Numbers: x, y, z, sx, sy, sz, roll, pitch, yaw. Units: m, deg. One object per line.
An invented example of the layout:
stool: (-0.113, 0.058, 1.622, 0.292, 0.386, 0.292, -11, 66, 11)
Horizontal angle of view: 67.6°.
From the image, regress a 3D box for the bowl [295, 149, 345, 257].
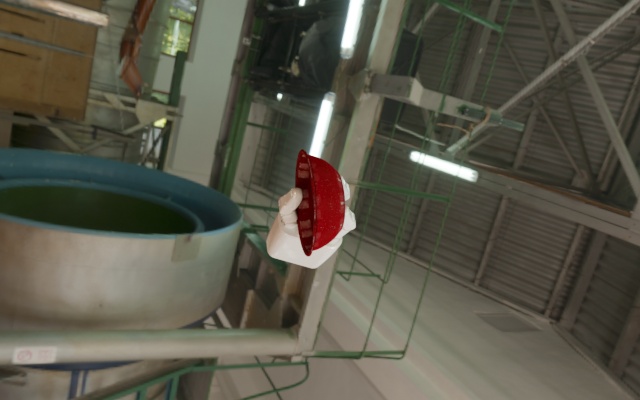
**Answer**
bowl: (0.001, 0.002, 0.722, 0.055, 0.162, 0.162, -3, 1, -11)
